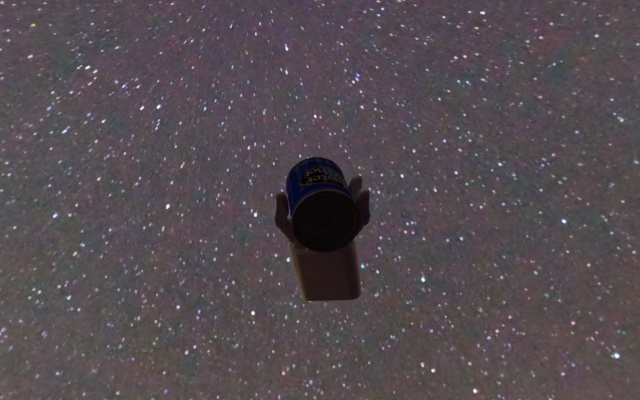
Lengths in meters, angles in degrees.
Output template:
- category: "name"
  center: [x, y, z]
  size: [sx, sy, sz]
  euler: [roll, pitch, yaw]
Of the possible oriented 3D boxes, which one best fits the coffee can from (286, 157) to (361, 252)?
- category: "coffee can"
  center: [0.000, 0.002, 0.759]
  size: [0.103, 0.103, 0.140]
  euler: [0, 26, -8]
